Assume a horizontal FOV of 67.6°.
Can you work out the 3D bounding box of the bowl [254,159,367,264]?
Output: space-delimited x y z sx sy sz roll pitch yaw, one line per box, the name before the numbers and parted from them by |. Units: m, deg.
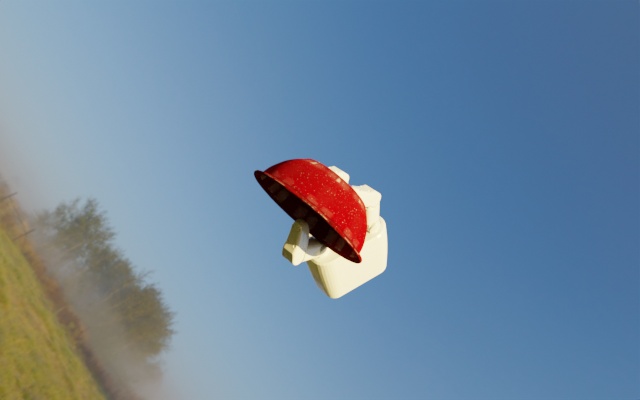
bowl | 0.000 0.001 0.556 0.162 0.055 0.162 39 -11 9
